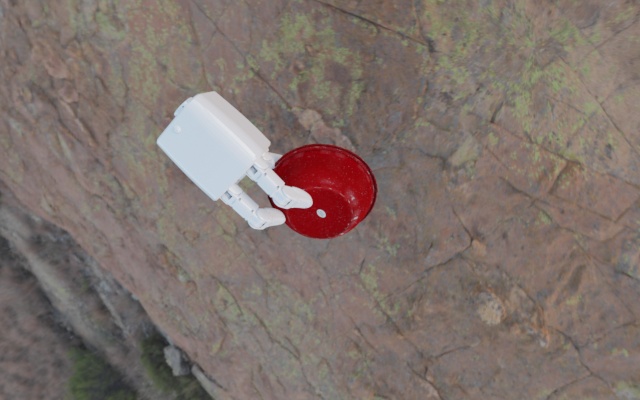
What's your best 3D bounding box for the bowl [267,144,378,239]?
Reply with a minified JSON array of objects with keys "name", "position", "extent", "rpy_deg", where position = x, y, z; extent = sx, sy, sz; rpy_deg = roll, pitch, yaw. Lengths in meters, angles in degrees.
[{"name":"bowl","position":[0.001,0.003,0.675],"extent":[0.162,0.162,0.055],"rpy_deg":[0,38,4]}]
